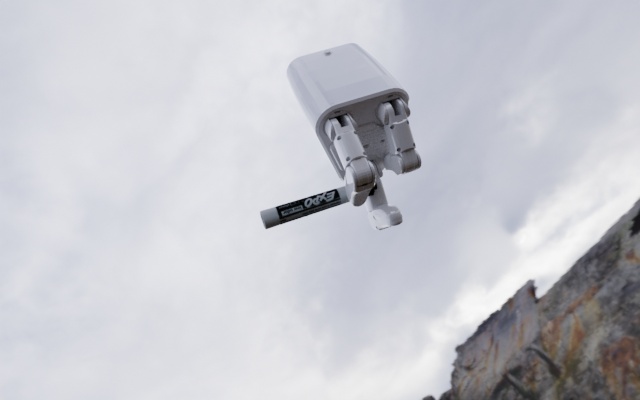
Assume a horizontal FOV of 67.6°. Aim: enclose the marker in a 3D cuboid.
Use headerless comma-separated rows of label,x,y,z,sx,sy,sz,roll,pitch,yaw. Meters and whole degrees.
marker,0.000,0.002,0.475,0.121,0.020,0.020,-18,4,-12
